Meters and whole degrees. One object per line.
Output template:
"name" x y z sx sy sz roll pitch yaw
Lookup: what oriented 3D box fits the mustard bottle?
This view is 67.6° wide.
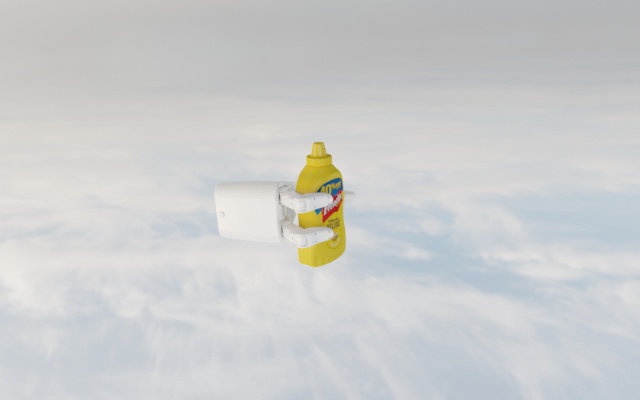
"mustard bottle" 0.000 0.003 0.759 0.058 0.192 0.096 12 23 37
